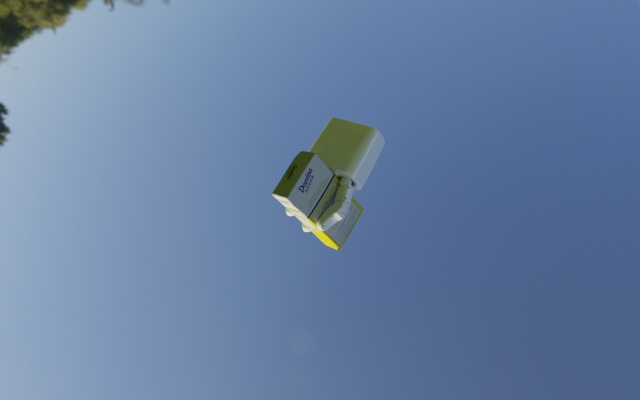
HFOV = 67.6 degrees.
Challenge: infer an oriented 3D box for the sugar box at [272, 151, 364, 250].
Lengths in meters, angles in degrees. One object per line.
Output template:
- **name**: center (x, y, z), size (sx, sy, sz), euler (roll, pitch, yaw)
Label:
- **sugar box**: center (0.000, 0.003, 0.828), size (0.048, 0.093, 0.176), euler (14, -24, 46)
